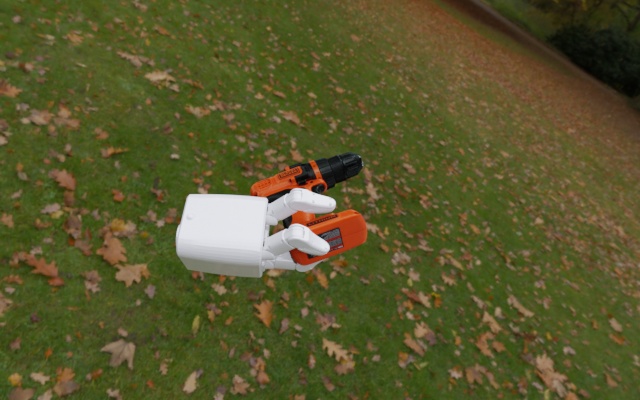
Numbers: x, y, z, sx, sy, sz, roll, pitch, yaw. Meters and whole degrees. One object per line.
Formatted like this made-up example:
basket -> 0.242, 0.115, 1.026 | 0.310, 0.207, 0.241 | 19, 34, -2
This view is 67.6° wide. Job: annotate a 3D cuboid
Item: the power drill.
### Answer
power drill -> 0.000, 0.003, 0.694 | 0.184, 0.057, 0.187 | -22, 34, -6
